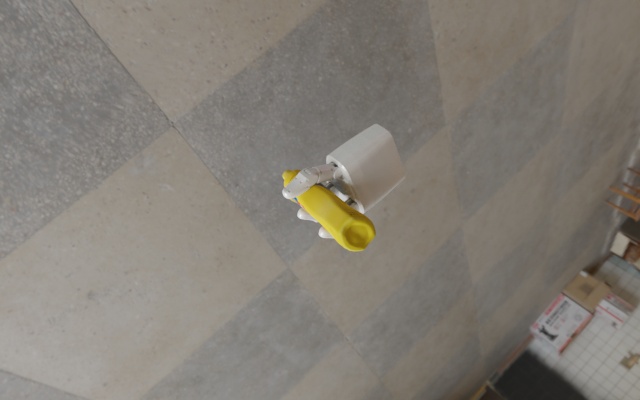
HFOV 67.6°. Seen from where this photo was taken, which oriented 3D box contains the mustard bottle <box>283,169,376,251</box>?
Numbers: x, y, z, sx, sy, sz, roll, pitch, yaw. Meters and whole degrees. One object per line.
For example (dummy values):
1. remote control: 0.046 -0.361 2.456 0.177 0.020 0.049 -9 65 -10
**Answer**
1. mustard bottle: 0.000 0.003 0.771 0.191 0.058 0.096 41 4 37
